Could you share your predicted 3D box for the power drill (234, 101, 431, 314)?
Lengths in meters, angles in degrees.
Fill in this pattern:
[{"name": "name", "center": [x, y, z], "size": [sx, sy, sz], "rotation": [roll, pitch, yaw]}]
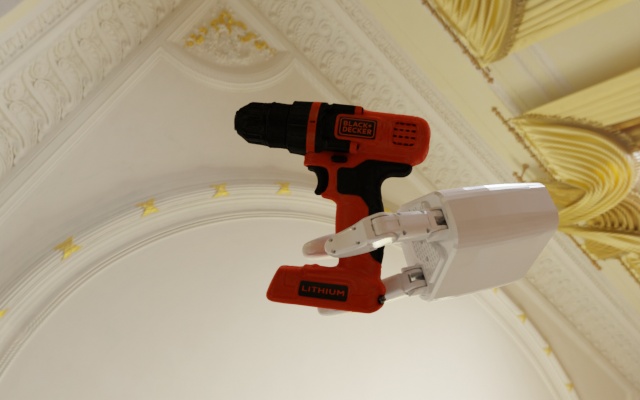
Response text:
[{"name": "power drill", "center": [0.000, 0.002, 0.438], "size": [0.184, 0.187, 0.057], "rotation": [7, -5, 8]}]
